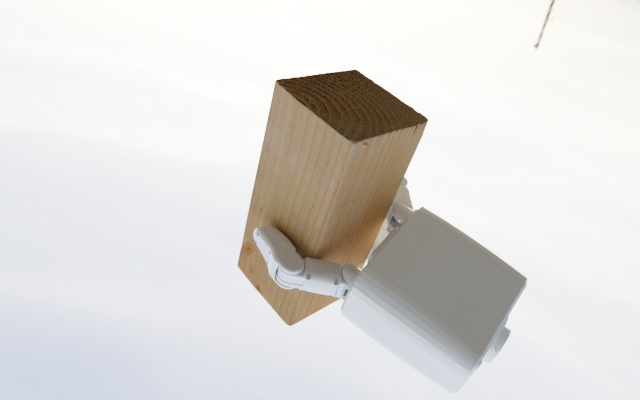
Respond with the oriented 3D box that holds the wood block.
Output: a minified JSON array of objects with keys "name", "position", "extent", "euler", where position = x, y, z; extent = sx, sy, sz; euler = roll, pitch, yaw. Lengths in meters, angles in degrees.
[{"name":"wood block","position":[0.000,0.002,0.423],"extent":[0.091,0.206,0.090],"euler":[-20,51,-39]}]
